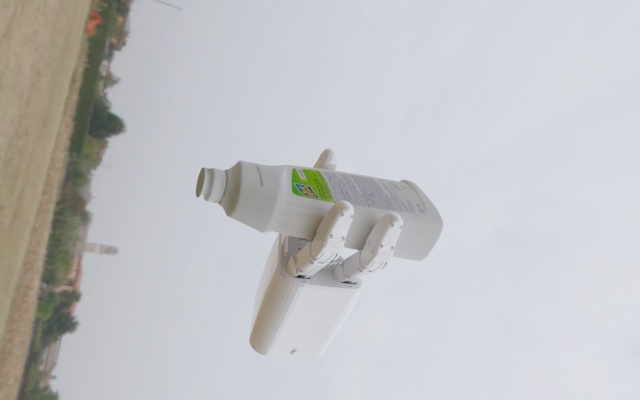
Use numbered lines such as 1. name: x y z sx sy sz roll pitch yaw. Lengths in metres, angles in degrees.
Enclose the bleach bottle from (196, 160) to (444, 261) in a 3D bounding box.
1. bleach bottle: 0.000 0.002 0.488 0.251 0.068 0.102 12 27 -27
